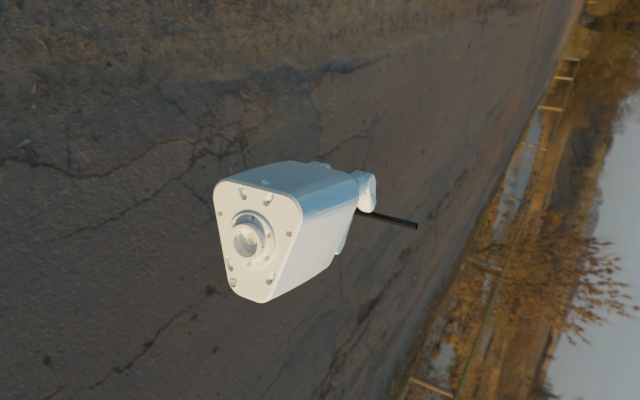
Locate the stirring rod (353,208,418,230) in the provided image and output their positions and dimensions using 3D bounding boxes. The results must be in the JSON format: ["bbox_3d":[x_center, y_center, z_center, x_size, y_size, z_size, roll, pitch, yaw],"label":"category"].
[{"bbox_3d":[0.000,0.002,0.572,0.239,0.011,0.011,14,6,26],"label":"stirring rod"}]
